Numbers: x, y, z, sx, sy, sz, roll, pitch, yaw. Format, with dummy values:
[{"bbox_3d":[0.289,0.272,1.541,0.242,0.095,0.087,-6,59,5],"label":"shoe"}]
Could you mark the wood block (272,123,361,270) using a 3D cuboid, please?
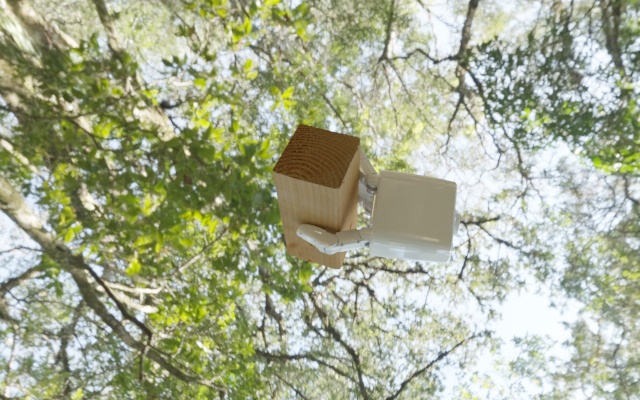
[{"bbox_3d":[0.000,0.003,0.681,0.090,0.090,0.206,16,-34,14],"label":"wood block"}]
